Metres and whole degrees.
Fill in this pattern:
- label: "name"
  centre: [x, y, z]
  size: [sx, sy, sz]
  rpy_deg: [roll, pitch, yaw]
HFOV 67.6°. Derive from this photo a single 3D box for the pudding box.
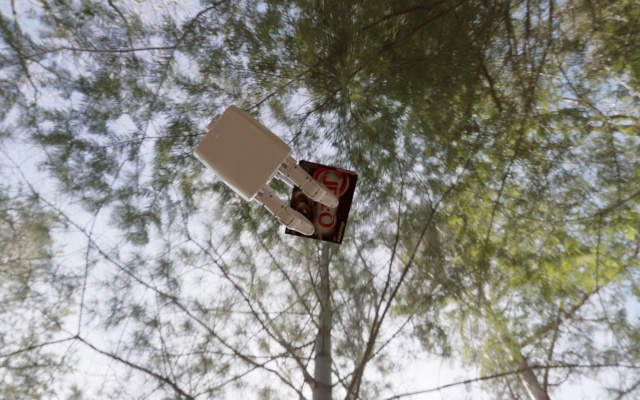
- label: "pudding box"
  centre: [0.000, 0.002, 0.720]
  size: [0.090, 0.113, 0.039]
  rpy_deg: [11, 17, -4]
